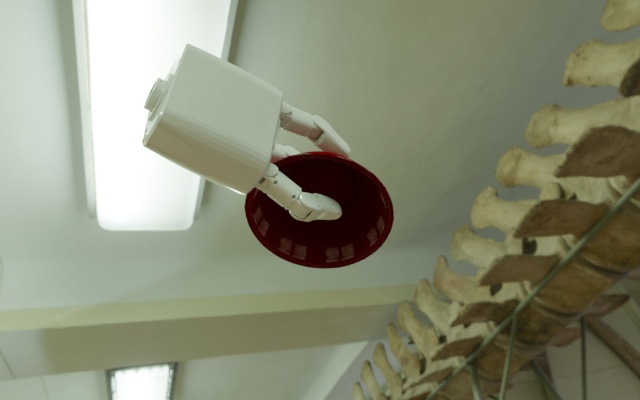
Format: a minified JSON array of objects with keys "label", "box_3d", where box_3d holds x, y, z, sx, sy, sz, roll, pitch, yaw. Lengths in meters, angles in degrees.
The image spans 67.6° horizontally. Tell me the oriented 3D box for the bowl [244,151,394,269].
[{"label":"bowl","box_3d":[0.001,0.002,0.536,0.162,0.162,0.055,0,38,7]}]
